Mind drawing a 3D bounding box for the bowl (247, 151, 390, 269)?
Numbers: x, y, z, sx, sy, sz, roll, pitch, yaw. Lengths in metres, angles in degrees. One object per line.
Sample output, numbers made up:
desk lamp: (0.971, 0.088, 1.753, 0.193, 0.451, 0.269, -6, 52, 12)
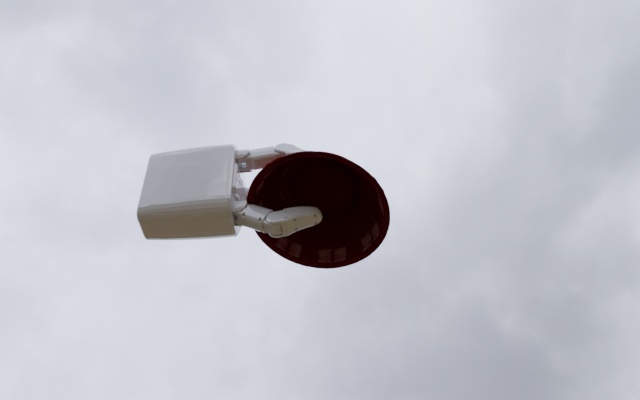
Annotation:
bowl: (0.001, 0.002, 0.552, 0.162, 0.162, 0.055, 0, 35, 10)
